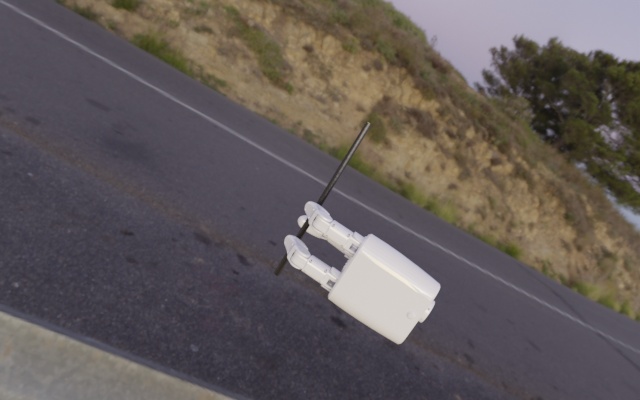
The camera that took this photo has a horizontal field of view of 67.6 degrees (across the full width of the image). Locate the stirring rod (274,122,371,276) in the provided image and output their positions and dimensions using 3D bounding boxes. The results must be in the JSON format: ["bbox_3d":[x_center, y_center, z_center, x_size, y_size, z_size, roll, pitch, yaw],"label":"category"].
[{"bbox_3d":[0.000,0.002,0.631,0.011,0.239,0.011,30,14,-8],"label":"stirring rod"}]
